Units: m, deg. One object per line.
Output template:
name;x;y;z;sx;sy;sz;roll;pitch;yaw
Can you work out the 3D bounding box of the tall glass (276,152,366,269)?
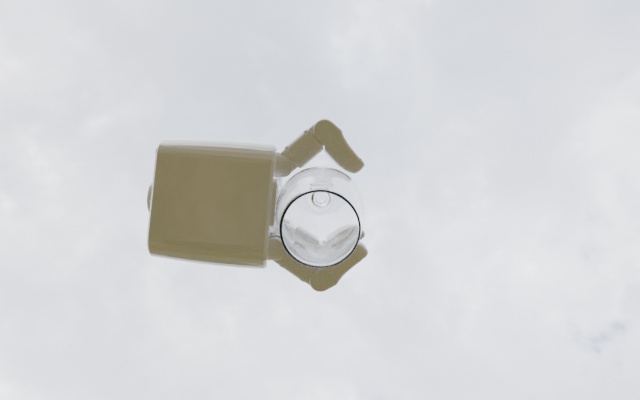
tall glass;0.000;0.001;0.454;0.079;0.079;0.201;0;12;0
